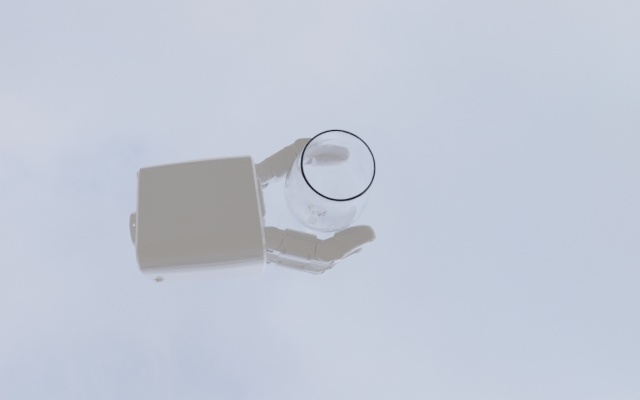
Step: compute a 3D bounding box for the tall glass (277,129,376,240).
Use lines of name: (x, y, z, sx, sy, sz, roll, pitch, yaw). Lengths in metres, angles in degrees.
tall glass: (0.000, 0.002, 0.473, 0.079, 0.079, 0.201, 0, -18, -9)
